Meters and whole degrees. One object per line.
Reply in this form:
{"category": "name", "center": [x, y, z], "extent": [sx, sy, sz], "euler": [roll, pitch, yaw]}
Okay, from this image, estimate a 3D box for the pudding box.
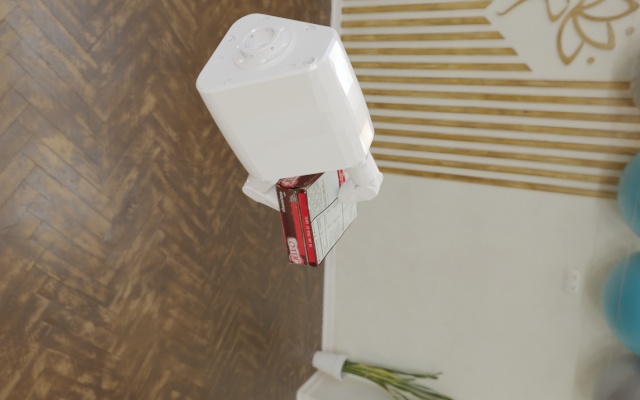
{"category": "pudding box", "center": [0.000, 0.002, 0.498], "extent": [0.039, 0.090, 0.113], "euler": [8, 31, 27]}
